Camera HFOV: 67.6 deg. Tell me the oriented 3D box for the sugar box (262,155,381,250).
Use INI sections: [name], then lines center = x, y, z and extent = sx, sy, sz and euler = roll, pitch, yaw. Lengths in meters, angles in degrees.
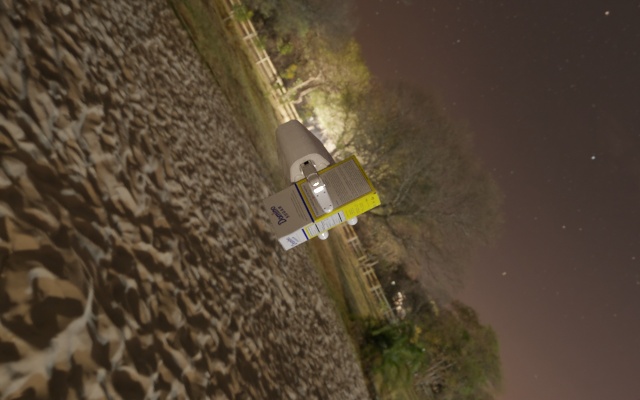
[sugar box]
center = 0.000, 0.003, 0.795
extent = 0.176, 0.093, 0.048
euler = -27, -37, 1
